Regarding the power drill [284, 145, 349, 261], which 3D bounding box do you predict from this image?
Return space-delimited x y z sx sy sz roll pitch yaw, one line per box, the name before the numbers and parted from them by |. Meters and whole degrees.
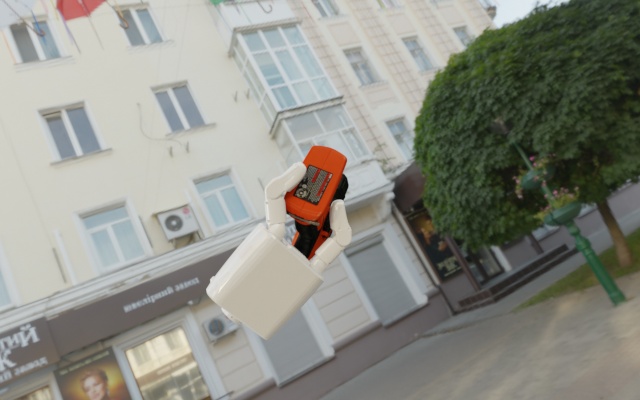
power drill | 0.000 0.002 0.692 0.057 0.184 0.188 19 -25 10
